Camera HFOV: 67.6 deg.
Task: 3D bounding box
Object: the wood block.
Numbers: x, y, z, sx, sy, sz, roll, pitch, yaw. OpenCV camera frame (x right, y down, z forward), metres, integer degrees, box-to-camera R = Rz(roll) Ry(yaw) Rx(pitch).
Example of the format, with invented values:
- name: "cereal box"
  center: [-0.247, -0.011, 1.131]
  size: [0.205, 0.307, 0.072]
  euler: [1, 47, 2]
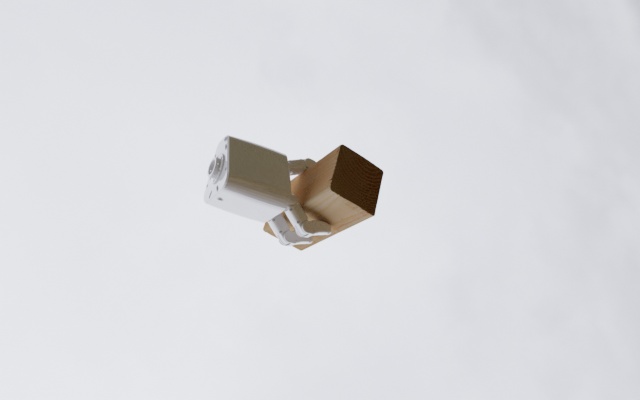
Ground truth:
- name: "wood block"
  center: [0.000, 0.002, 0.801]
  size: [0.090, 0.090, 0.206]
  euler: [30, -35, -23]
